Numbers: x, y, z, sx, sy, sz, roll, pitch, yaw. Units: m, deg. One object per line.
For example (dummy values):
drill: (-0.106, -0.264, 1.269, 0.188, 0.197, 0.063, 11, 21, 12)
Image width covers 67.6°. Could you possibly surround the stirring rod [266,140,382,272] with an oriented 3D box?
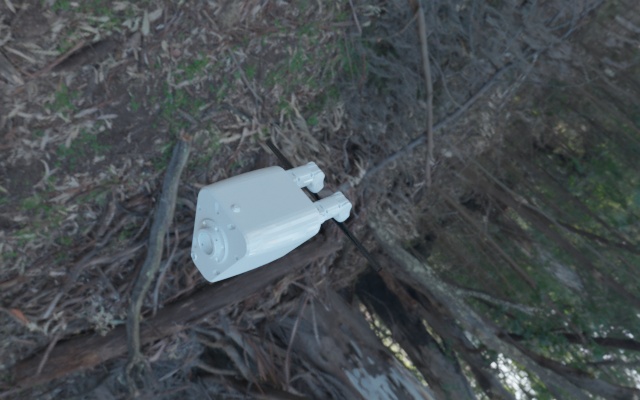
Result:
stirring rod: (0.000, 0.002, 0.638, 0.011, 0.239, 0.011, -35, -21, -16)
